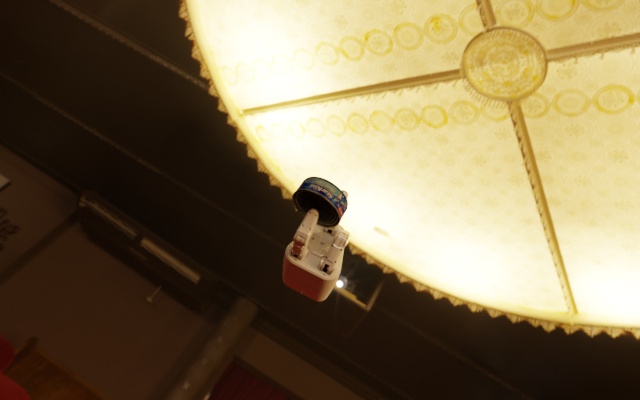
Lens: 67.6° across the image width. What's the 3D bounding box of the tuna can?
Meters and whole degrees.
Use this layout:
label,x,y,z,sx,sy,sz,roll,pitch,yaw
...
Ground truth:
label,x,y,z,sx,sy,sz,roll,pitch,yaw
tuna can,0.000,0.002,0.758,0.086,0.033,0.086,24,-32,16
